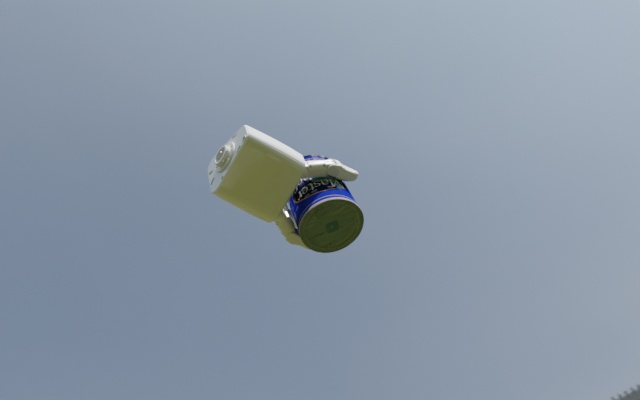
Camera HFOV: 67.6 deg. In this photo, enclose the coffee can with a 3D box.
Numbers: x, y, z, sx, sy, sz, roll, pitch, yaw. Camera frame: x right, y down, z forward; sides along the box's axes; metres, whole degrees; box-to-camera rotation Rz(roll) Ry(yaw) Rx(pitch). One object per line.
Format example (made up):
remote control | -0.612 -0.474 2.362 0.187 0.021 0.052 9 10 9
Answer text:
coffee can | 0.000 0.003 0.784 0.103 0.103 0.140 0 34 -18
